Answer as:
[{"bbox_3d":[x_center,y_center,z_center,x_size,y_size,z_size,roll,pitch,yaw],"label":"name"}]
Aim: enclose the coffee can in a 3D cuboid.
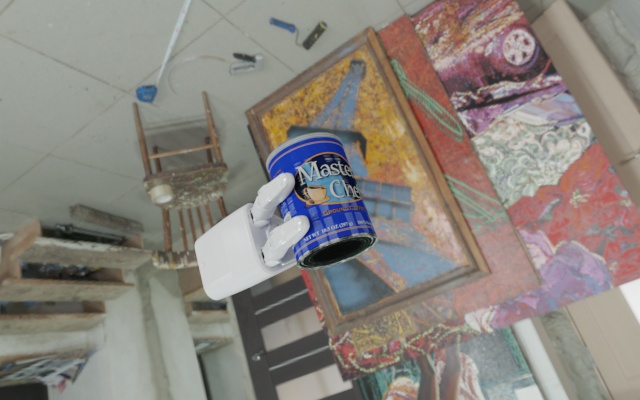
[{"bbox_3d":[0.000,0.002,0.593,0.103,0.140,0.103,-16,-21,-7],"label":"coffee can"}]
